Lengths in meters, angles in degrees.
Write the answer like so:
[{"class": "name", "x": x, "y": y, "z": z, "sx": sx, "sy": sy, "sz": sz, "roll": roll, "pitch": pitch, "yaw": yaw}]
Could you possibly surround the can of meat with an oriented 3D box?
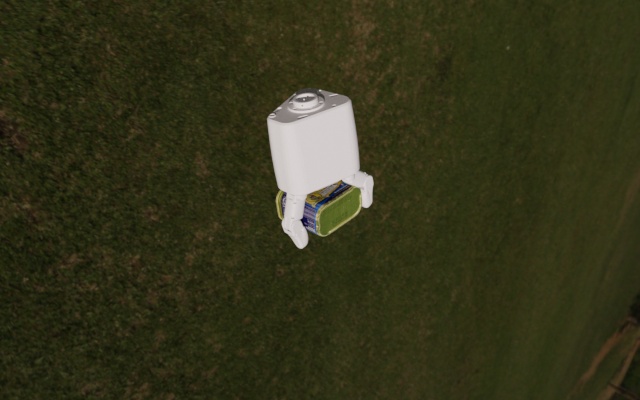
[{"class": "can of meat", "x": 0.000, "y": 0.003, "z": 0.712, "sx": 0.084, "sy": 0.057, "sz": 0.102, "roll": 23, "pitch": 42, "yaw": 38}]
